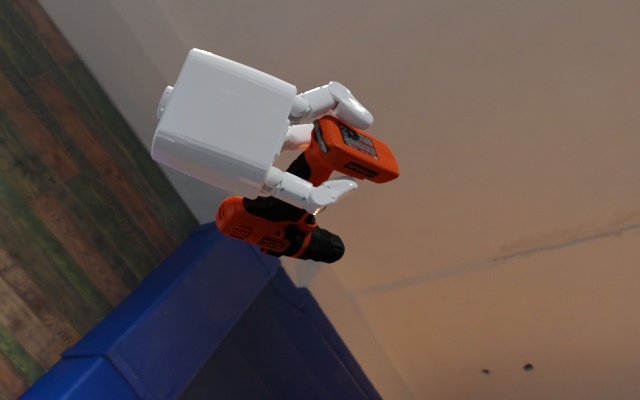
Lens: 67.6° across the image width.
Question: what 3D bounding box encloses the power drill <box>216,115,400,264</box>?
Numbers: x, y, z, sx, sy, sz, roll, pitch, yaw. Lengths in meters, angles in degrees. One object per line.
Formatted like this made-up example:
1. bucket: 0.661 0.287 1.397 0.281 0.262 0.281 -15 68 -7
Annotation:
1. power drill: 0.000 0.001 0.553 0.184 0.057 0.188 20 -53 -37
